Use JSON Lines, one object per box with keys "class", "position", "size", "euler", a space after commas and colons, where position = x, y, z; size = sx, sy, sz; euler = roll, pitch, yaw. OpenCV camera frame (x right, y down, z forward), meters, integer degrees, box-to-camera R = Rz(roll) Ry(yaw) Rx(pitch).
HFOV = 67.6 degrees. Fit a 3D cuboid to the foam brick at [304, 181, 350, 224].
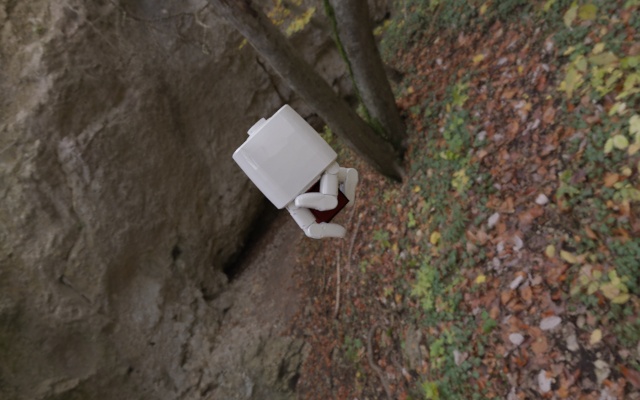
{"class": "foam brick", "position": [0.000, 0.003, 0.741], "size": [0.053, 0.051, 0.078], "euler": [-45, 8, -16]}
